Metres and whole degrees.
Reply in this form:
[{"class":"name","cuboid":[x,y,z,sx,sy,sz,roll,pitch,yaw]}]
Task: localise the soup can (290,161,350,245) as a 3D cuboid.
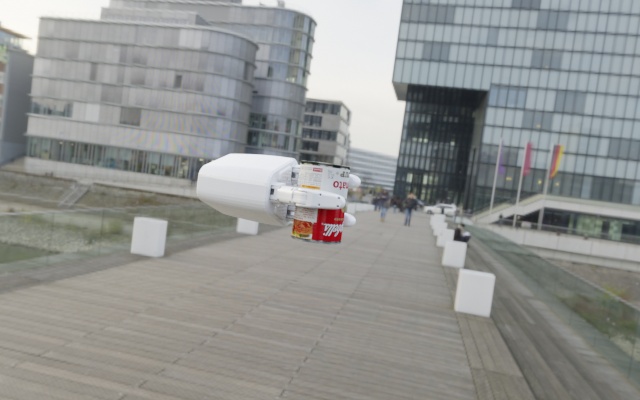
[{"class":"soup can","cuboid":[0.001,0.002,0.630,0.068,0.102,0.068,7,3,0]}]
